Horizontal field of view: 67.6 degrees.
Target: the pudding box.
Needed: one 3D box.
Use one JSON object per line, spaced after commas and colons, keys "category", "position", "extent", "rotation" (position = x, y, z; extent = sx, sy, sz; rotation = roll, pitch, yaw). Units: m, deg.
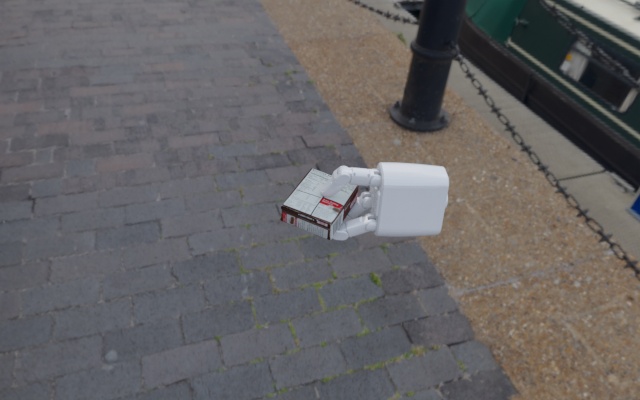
{"category": "pudding box", "position": [0.000, 0.002, 0.772], "extent": [0.090, 0.039, 0.113], "rotation": [20, 43, 17]}
